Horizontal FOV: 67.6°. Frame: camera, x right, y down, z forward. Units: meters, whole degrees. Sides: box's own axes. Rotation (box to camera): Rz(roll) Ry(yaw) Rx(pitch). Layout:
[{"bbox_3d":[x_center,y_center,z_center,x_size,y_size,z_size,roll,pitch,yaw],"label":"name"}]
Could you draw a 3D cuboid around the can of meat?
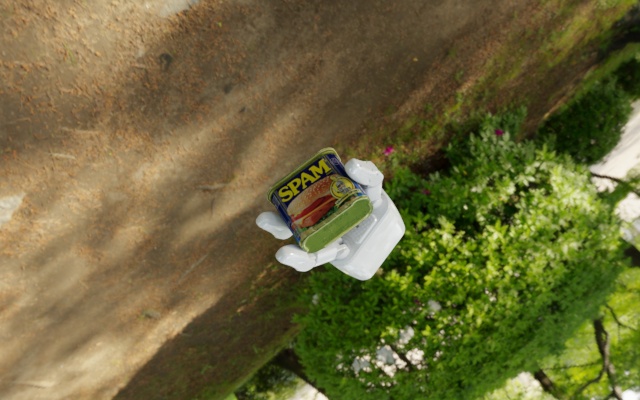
[{"bbox_3d":[0.000,0.002,0.568,0.102,0.084,0.057,-36,-30,1],"label":"can of meat"}]
